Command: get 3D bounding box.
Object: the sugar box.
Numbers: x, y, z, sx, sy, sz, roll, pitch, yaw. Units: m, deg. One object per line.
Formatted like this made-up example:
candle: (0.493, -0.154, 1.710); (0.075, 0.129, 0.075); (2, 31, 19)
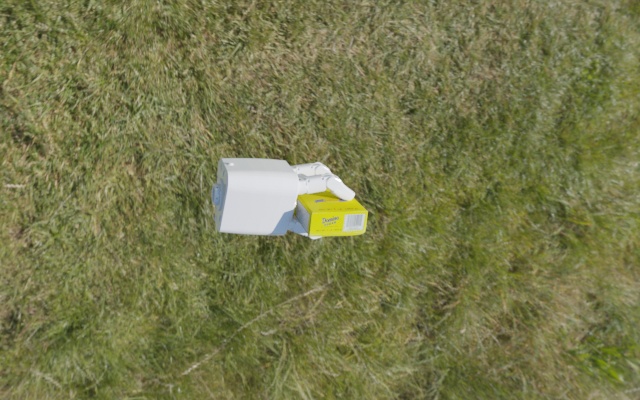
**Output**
sugar box: (0.000, 0.002, 0.783); (0.093, 0.048, 0.176); (-1, 24, -20)
